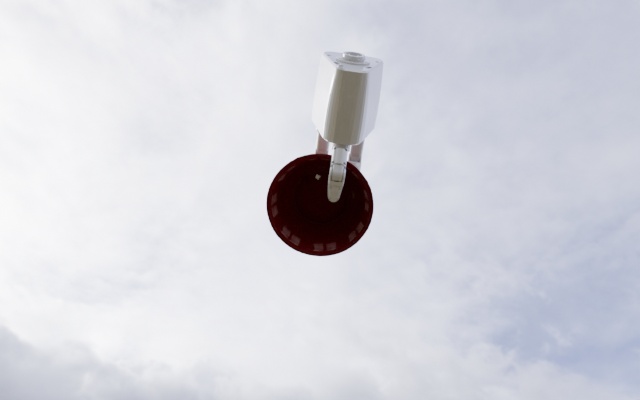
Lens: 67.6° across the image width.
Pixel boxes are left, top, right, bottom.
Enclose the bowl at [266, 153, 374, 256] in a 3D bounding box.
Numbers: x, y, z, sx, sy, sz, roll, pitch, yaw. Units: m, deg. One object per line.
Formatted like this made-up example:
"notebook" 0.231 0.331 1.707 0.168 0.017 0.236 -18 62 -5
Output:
"bowl" 0.000 0.003 0.740 0.162 0.162 0.055 0 16 3
